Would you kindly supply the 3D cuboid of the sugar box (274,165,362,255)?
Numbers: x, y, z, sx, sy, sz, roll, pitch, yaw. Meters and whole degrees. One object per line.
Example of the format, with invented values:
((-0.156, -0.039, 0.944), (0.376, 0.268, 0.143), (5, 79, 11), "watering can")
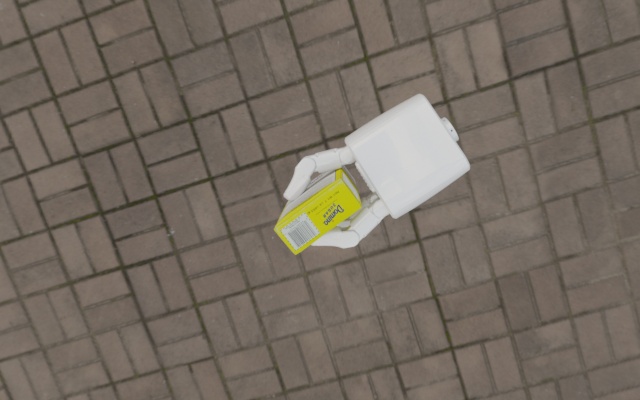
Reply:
((0.001, 0.002, 0.591), (0.093, 0.048, 0.176), (-35, 5, 9), "sugar box")
